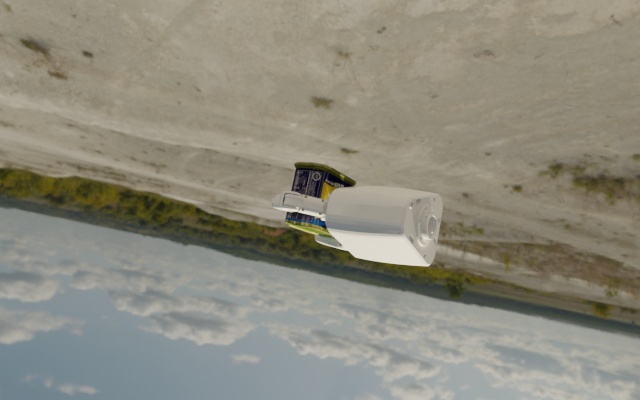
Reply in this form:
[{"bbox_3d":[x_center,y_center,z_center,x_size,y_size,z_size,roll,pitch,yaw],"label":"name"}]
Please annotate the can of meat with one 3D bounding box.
[{"bbox_3d":[0.000,0.002,0.653,0.057,0.084,0.102,6,-10,33],"label":"can of meat"}]
